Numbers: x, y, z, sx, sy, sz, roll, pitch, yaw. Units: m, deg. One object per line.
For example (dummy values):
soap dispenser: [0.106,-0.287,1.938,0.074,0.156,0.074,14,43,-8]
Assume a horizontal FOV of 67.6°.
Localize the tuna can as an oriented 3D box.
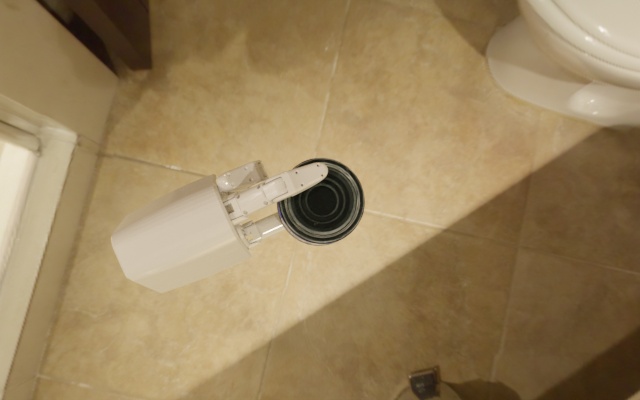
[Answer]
tuna can: [0.000,0.001,0.473,0.086,0.086,0.034,0,-7,-7]
